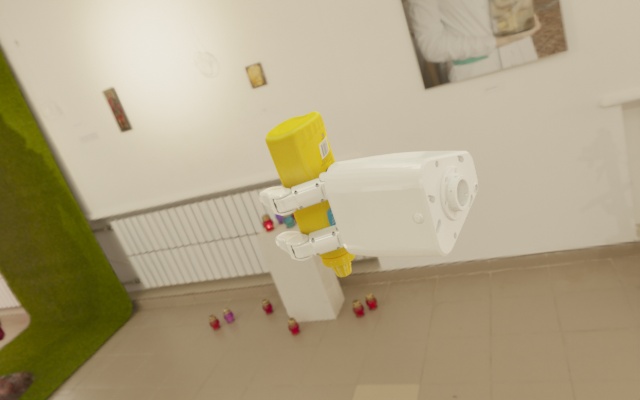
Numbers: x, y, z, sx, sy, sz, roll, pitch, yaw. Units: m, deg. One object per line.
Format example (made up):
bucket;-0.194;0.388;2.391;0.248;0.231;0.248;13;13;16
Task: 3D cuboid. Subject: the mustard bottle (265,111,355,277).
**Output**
mustard bottle;0.000;0.002;0.542;0.058;0.192;0.096;-13;19;19
